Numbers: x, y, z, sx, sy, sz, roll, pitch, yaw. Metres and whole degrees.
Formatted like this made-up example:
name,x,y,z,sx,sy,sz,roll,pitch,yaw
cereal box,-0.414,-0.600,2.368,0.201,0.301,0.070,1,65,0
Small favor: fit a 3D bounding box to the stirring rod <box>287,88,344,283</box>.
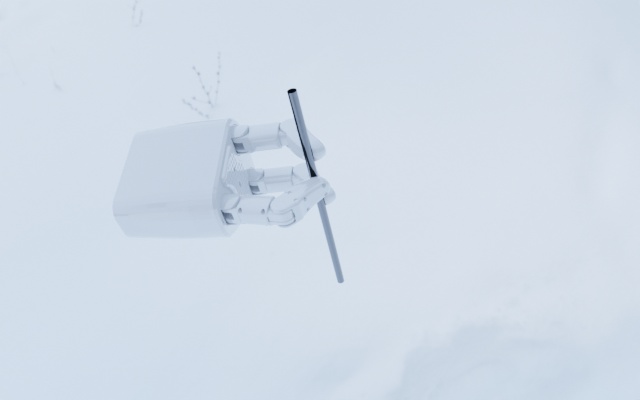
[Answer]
name,x,y,z,sx,sy,sz,roll,pitch,yaw
stirring rod,0.000,0.002,0.456,0.011,0.240,0.011,-8,41,7
